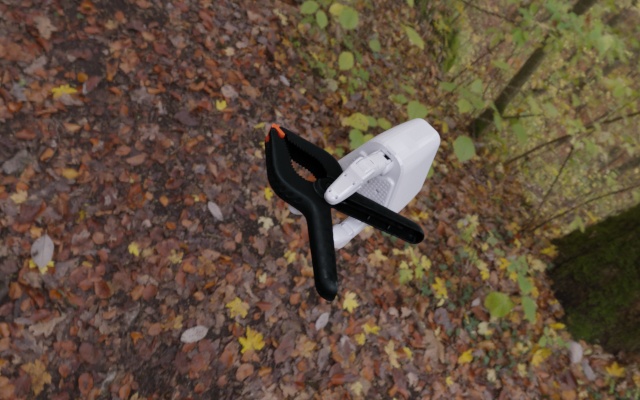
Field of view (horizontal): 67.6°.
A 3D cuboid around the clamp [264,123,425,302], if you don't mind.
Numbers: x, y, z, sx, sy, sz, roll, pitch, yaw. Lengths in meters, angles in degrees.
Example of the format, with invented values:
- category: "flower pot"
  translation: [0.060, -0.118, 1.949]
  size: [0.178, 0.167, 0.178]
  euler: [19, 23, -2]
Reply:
- category: "clamp"
  translation: [0.000, 0.001, 0.517]
  size: [0.164, 0.210, 0.036]
  euler: [-32, -17, -45]
